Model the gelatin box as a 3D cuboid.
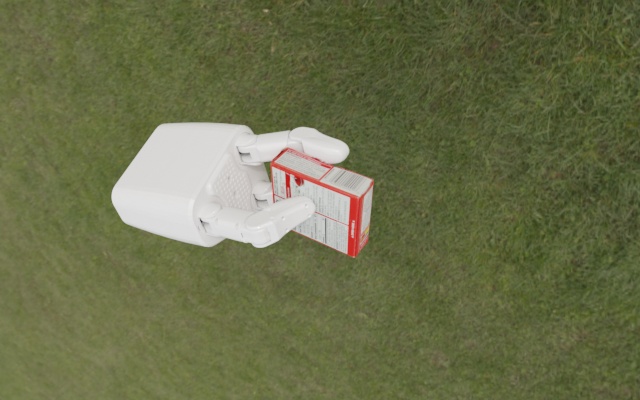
[{"bbox_3d":[0.000,0.002,0.419,0.089,0.073,0.030,22,47,23],"label":"gelatin box"}]
